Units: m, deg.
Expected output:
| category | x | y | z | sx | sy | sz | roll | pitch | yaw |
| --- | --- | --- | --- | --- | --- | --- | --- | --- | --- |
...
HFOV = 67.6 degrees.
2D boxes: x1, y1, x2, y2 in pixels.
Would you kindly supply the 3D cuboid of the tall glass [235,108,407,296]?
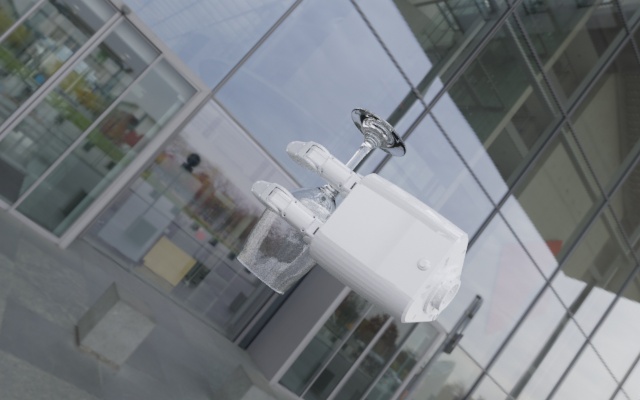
| category | x | y | z | sx | sy | sz | roll | pitch | yaw |
| --- | --- | --- | --- | --- | --- | --- | --- | --- | --- |
| tall glass | 0.000 | 0.001 | 0.498 | 0.079 | 0.201 | 0.079 | 39 | -10 | 8 |
